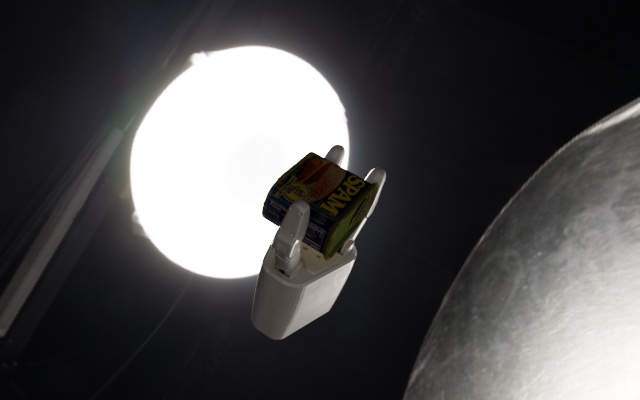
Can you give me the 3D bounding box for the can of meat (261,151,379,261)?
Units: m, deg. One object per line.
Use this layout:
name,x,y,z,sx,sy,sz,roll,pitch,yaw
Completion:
can of meat,0.000,0.001,0.503,0.084,0.057,0.102,30,44,16
